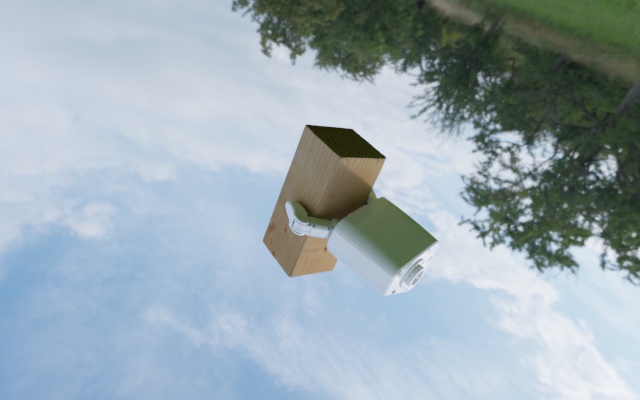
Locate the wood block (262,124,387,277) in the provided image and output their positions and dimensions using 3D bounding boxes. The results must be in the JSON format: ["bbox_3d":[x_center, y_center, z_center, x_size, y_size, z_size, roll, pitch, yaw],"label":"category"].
[{"bbox_3d":[0.000,0.003,0.701,0.091,0.206,0.090,-2,36,-39],"label":"wood block"}]
